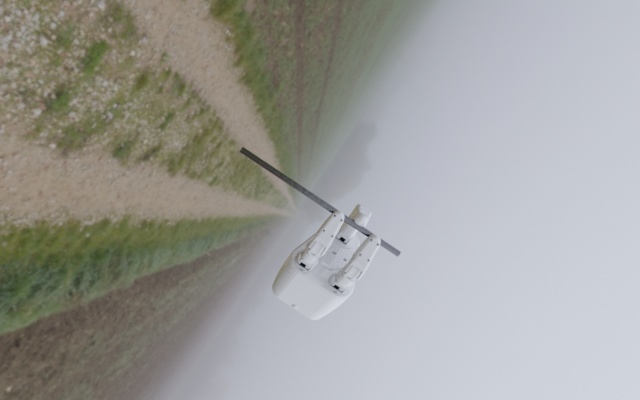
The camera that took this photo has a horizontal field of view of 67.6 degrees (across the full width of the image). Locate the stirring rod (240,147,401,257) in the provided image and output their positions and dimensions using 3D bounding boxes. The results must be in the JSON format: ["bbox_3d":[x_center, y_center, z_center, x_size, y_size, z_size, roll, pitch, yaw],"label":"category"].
[{"bbox_3d":[0.000,0.002,0.607,0.239,0.011,0.011,34,-1,-1],"label":"stirring rod"}]
